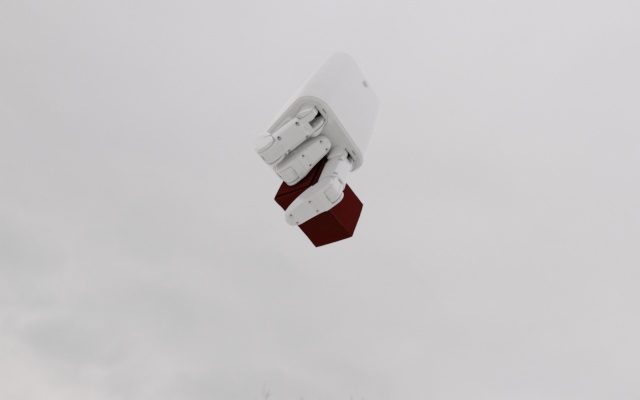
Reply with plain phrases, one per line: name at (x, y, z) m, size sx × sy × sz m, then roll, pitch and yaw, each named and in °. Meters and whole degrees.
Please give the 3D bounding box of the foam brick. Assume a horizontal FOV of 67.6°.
foam brick at (0.000, 0.002, 0.506) m, size 0.053 × 0.078 × 0.051 m, roll -18°, pitch 33°, yaw 36°
